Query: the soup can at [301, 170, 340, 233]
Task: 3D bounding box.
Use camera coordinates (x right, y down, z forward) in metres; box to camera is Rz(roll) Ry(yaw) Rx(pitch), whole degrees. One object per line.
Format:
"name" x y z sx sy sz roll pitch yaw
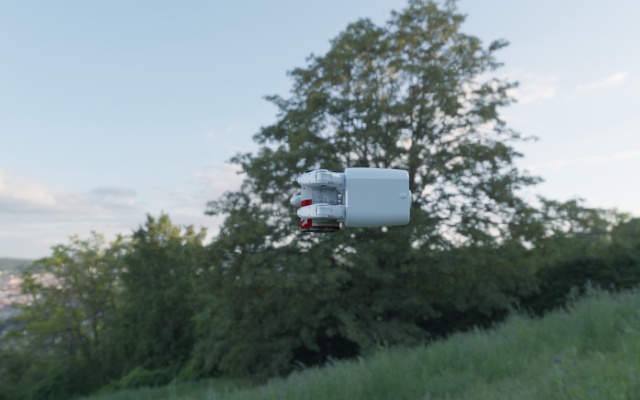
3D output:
"soup can" 0.000 0.002 0.823 0.068 0.102 0.068 0 -7 0
